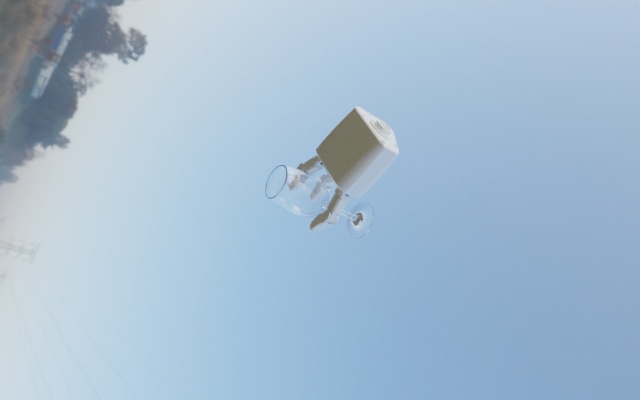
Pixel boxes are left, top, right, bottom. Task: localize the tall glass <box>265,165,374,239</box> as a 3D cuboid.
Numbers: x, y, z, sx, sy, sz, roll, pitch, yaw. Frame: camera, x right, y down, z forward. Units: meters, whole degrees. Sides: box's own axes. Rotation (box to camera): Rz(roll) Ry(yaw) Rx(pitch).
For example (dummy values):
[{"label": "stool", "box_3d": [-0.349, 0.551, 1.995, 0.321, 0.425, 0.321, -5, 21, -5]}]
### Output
[{"label": "tall glass", "box_3d": [0.001, 0.003, 0.856, 0.201, 0.079, 0.079, 24, -14, -34]}]
